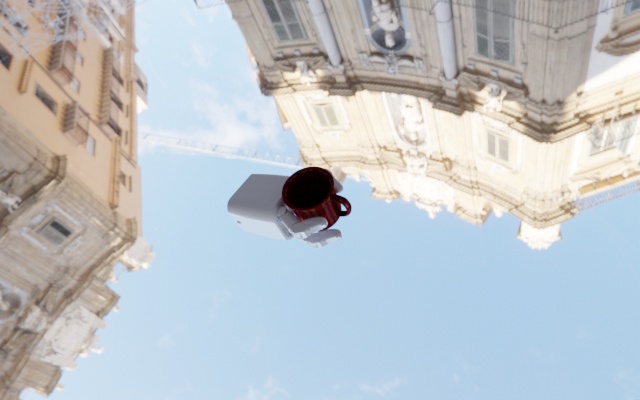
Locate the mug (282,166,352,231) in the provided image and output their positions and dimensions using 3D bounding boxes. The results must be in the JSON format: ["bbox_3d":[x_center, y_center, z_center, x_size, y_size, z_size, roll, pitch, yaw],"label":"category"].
[{"bbox_3d":[0.002,0.003,0.830,0.117,0.093,0.082,9,-31,25],"label":"mug"}]
